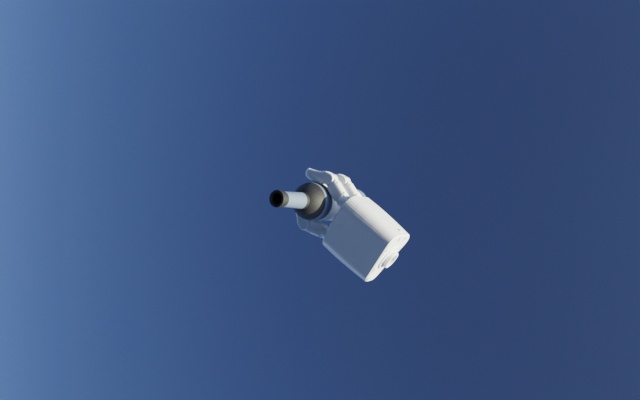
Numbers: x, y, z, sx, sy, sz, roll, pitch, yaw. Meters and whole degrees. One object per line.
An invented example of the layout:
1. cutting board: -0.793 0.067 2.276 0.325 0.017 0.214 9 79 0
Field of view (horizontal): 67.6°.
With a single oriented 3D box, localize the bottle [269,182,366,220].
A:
1. bottle: 0.000 0.003 0.866 0.069 0.069 0.296 0 -2 28
